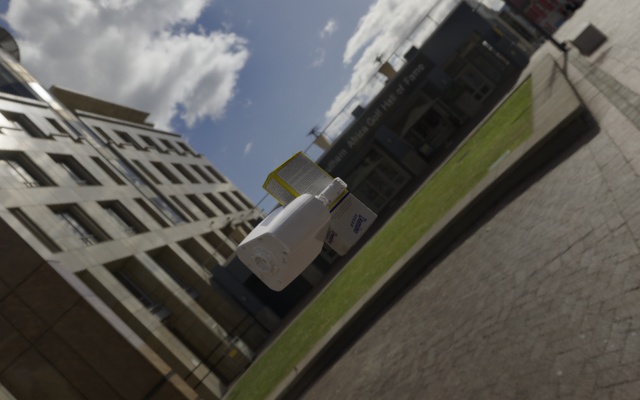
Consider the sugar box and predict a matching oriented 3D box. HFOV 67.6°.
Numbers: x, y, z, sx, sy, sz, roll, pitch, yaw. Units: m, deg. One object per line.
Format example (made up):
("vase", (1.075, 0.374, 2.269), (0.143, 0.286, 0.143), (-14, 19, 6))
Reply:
("sugar box", (0.000, 0.003, 0.792), (0.093, 0.176, 0.048), (-44, -5, -44))
